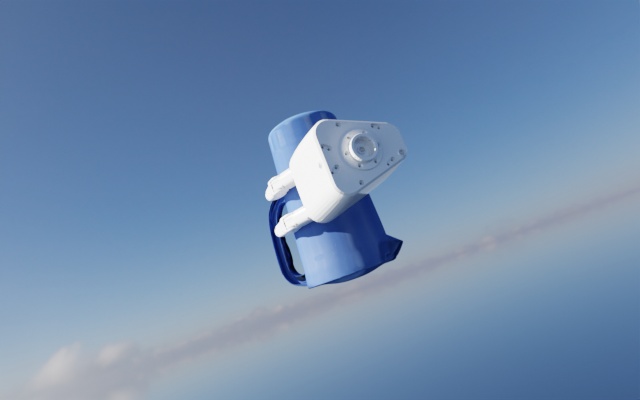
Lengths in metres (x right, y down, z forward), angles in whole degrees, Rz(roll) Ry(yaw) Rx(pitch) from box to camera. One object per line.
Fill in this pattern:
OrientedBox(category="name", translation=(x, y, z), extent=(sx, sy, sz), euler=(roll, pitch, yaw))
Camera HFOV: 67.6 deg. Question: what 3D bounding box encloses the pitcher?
OrientedBox(category="pitcher", translation=(0.000, 0.002, 0.700), extent=(0.149, 0.242, 0.145), euler=(-15, -11, -21))
